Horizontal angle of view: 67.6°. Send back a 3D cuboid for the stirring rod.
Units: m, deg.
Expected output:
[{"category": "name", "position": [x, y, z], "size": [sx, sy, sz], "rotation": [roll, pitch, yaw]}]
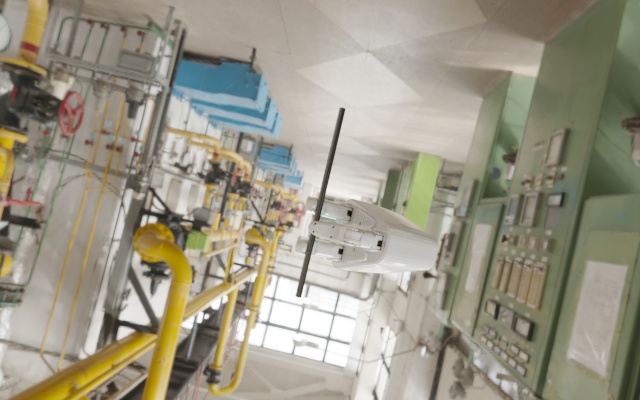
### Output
[{"category": "stirring rod", "position": [0.000, 0.002, 0.592], "size": [0.011, 0.239, 0.011], "rotation": [13, -2, 0]}]
